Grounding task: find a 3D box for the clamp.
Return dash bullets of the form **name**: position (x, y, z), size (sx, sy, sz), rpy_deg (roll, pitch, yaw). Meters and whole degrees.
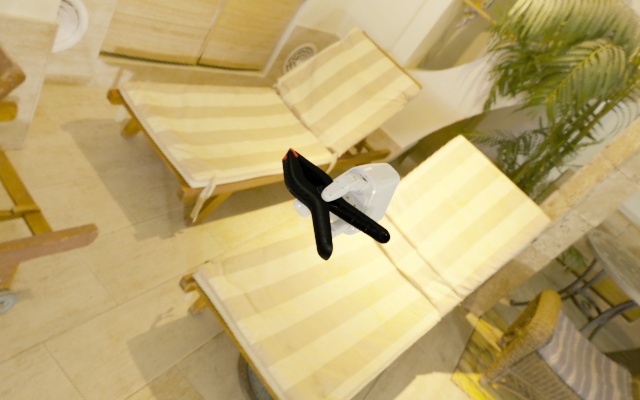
- **clamp**: position (0.000, 0.001, 0.725), size (0.164, 0.210, 0.036), rpy_deg (-16, -30, -55)
